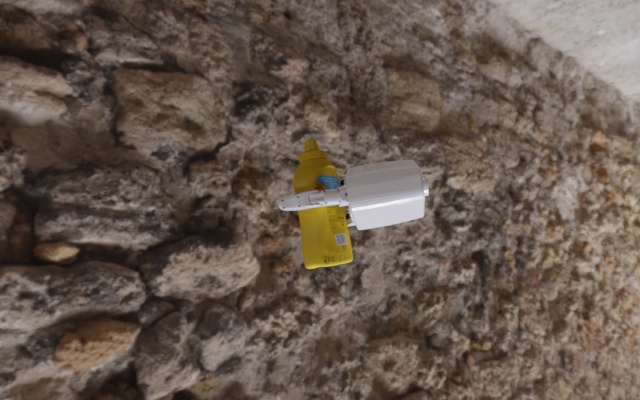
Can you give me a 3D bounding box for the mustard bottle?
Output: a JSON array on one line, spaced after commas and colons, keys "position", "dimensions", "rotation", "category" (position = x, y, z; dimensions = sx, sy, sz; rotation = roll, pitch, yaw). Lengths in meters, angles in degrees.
[{"position": [0.000, 0.003, 0.717], "dimensions": [0.058, 0.191, 0.096], "rotation": [-13, -7, 32], "category": "mustard bottle"}]
